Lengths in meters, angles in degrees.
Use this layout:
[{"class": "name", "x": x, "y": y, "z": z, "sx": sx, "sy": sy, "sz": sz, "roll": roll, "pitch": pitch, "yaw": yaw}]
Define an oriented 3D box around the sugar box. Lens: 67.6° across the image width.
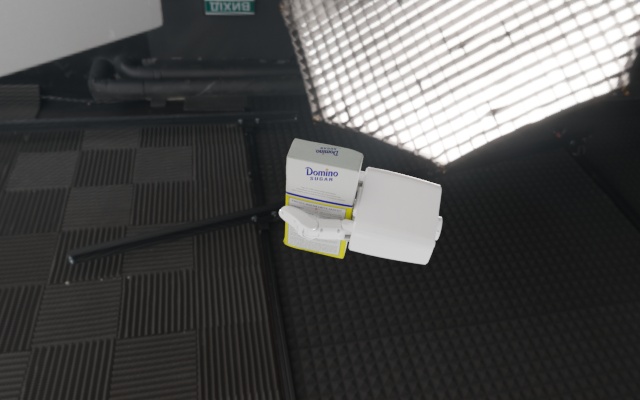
[{"class": "sugar box", "x": 0.000, "y": 0.002, "z": 0.653, "sx": 0.093, "sy": 0.176, "sz": 0.048, "roll": 12, "pitch": 44, "yaw": 5}]
